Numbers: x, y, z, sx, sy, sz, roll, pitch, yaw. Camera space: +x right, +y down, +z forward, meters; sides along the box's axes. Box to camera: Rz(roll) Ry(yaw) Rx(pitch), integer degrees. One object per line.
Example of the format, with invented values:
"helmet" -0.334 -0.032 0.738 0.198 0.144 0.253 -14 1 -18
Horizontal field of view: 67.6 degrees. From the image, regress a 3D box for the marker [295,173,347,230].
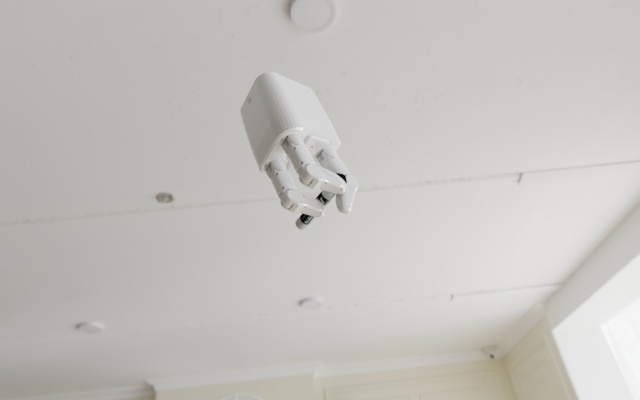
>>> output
"marker" 0.000 0.002 0.651 0.020 0.020 0.121 0 -33 -34
